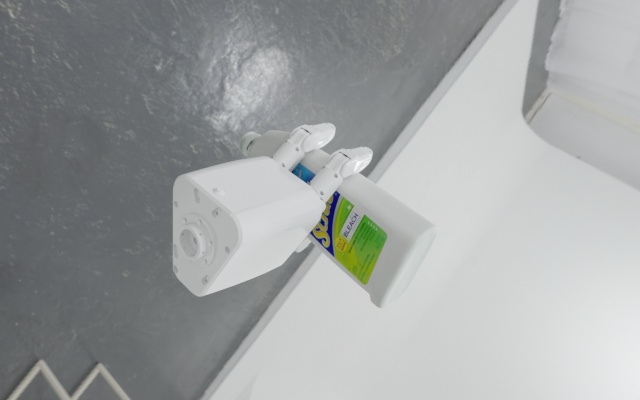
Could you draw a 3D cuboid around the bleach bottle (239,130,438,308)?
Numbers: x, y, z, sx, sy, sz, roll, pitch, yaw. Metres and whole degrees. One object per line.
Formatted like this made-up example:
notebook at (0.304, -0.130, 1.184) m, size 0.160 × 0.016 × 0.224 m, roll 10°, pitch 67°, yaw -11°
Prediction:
bleach bottle at (0.000, 0.002, 0.531) m, size 0.250 × 0.103 × 0.068 m, roll 36°, pitch 30°, yaw 26°
